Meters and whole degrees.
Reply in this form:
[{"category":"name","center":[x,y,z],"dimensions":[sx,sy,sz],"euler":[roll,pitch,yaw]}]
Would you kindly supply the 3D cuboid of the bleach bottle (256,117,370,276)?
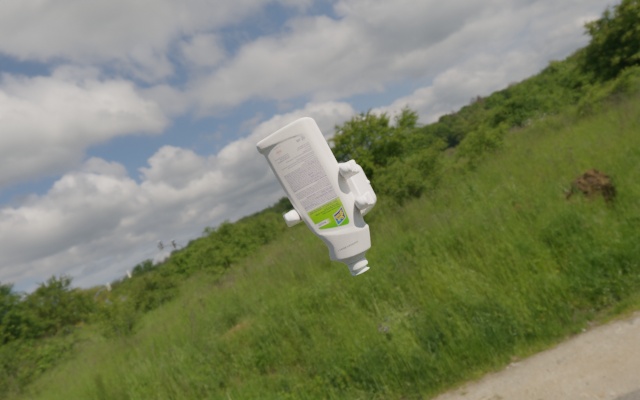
[{"category":"bleach bottle","center":[0.000,0.002,0.747],"dimensions":[0.102,0.251,0.068],"euler":[-27,-2,20]}]
